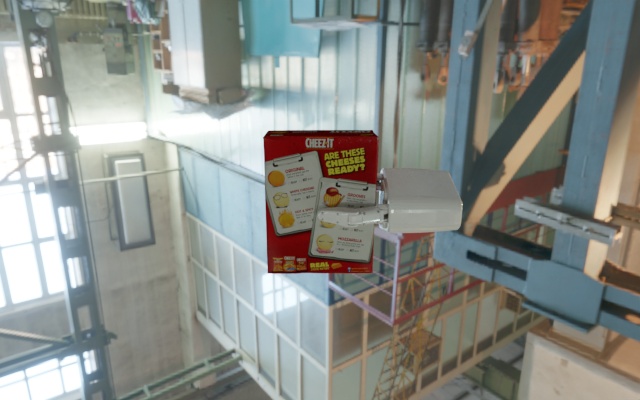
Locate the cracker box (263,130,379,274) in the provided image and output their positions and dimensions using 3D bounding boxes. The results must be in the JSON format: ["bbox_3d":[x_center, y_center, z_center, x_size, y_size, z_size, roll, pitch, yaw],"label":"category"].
[{"bbox_3d":[0.000,0.003,0.724,0.164,0.214,0.072,0,18,-1],"label":"cracker box"}]
